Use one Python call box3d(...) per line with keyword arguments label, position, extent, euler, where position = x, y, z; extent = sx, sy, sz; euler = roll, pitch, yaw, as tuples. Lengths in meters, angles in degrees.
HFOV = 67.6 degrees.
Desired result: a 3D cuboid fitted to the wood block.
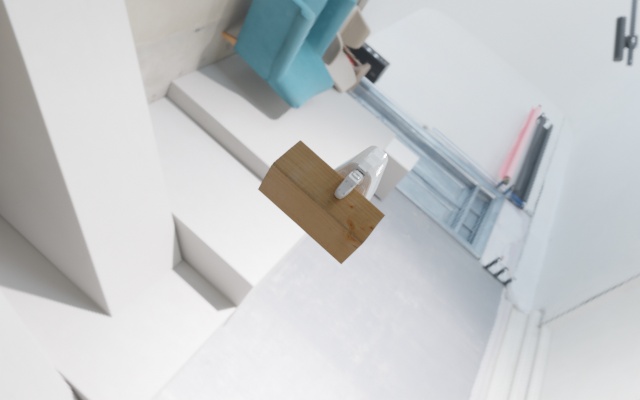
box3d(label="wood block", position=(0.001, 0.003, 0.866), extent=(0.090, 0.206, 0.091), euler=(-46, -4, -40))
